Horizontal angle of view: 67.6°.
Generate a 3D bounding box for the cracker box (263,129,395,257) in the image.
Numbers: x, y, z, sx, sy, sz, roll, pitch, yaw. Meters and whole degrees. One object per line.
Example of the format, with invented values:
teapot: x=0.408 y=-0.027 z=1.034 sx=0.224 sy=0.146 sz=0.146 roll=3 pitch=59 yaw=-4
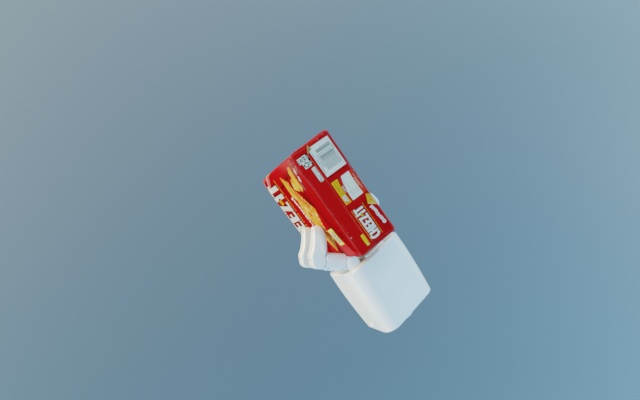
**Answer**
cracker box: x=0.000 y=0.002 z=0.716 sx=0.072 sy=0.164 sz=0.214 roll=-37 pitch=5 yaw=-17
